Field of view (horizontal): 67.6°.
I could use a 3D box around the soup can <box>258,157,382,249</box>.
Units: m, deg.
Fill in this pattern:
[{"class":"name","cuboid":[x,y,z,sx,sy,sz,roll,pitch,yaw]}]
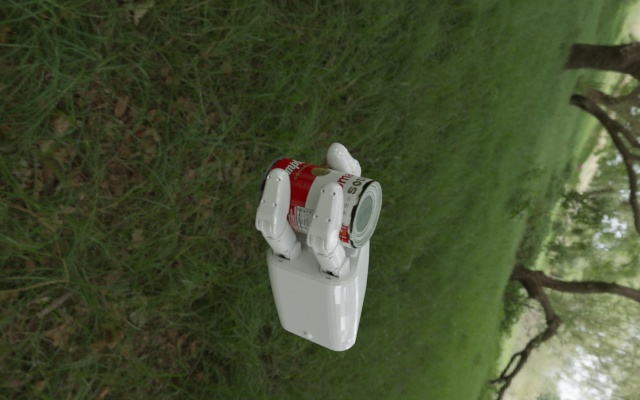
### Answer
[{"class":"soup can","cuboid":[0.000,0.001,0.464,0.102,0.068,0.068,16,7,25]}]
